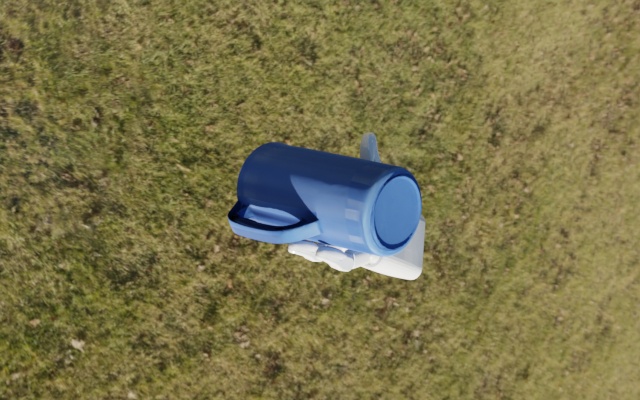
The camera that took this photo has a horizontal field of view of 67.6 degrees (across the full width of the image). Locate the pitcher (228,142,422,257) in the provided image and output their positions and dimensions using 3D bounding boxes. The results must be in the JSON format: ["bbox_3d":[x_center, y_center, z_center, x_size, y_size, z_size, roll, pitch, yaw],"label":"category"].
[{"bbox_3d":[0.000,0.002,0.630,0.243,0.149,0.145,13,-8,46],"label":"pitcher"}]
